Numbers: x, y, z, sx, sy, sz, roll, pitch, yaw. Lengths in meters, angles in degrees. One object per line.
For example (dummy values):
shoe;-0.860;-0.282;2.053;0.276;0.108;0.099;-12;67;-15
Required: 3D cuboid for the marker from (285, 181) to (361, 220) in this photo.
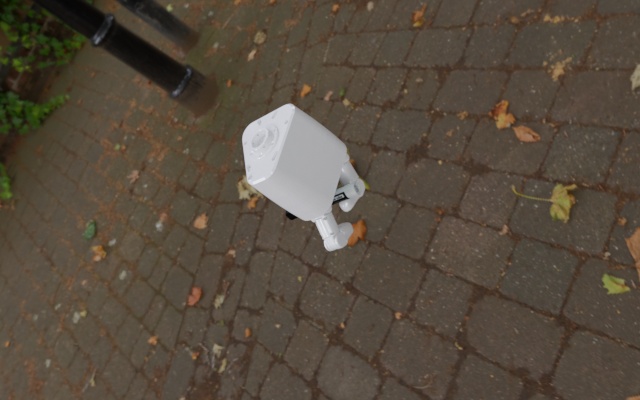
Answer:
marker;0.000;0.002;0.646;0.121;0.020;0.020;-21;-12;33
